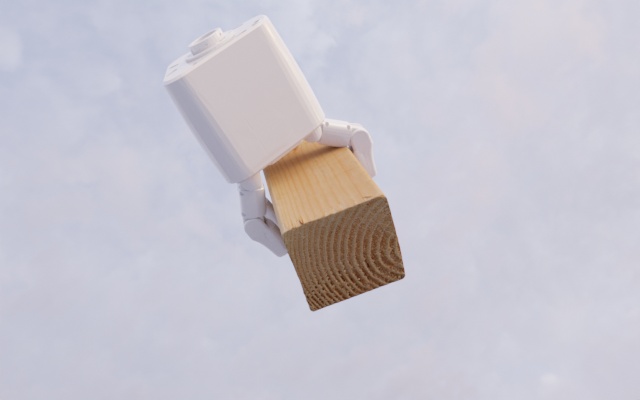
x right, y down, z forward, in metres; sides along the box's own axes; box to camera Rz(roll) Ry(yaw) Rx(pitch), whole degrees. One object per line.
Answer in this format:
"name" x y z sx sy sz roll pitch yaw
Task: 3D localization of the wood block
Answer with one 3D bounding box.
"wood block" 0.000 0.001 0.481 0.091 0.090 0.206 -20 29 -3
